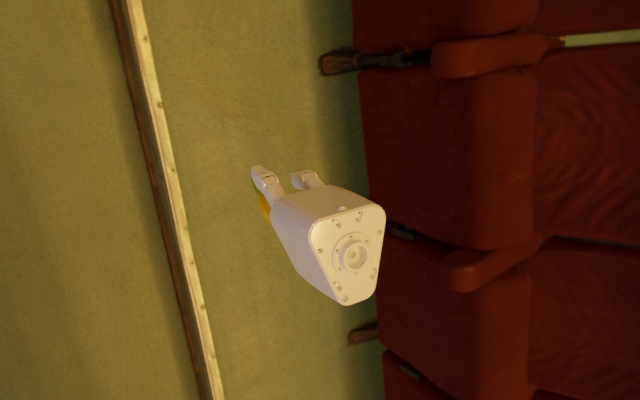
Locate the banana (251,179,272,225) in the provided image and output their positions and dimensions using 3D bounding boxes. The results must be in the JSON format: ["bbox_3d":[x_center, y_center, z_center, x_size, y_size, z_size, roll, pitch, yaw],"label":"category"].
[{"bbox_3d":[-0.007,0.020,0.674,0.198,0.069,0.037,12,2,-27],"label":"banana"}]
